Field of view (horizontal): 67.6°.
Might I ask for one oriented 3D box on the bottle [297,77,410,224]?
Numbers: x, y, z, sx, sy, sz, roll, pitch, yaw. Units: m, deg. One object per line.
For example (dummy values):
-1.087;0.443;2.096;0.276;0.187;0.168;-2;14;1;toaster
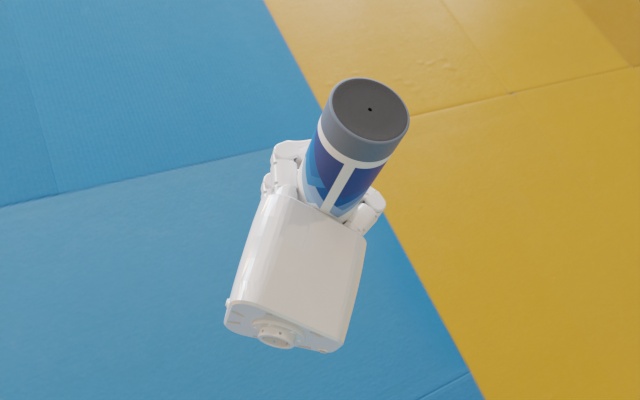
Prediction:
0.000;0.001;0.490;0.069;0.069;0.296;0;-29;-17;bottle
